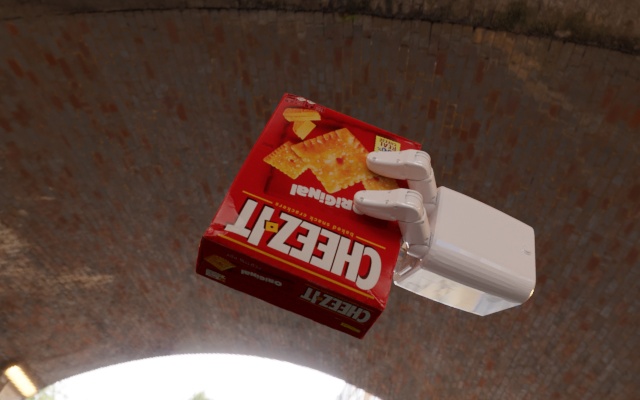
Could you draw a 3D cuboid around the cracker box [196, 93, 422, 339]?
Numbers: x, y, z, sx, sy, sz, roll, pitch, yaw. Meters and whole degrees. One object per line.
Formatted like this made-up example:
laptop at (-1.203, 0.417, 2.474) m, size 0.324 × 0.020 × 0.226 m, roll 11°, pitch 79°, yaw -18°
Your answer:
cracker box at (0.000, 0.002, 0.472) m, size 0.164 × 0.213 × 0.072 m, roll 22°, pitch -41°, yaw -1°
